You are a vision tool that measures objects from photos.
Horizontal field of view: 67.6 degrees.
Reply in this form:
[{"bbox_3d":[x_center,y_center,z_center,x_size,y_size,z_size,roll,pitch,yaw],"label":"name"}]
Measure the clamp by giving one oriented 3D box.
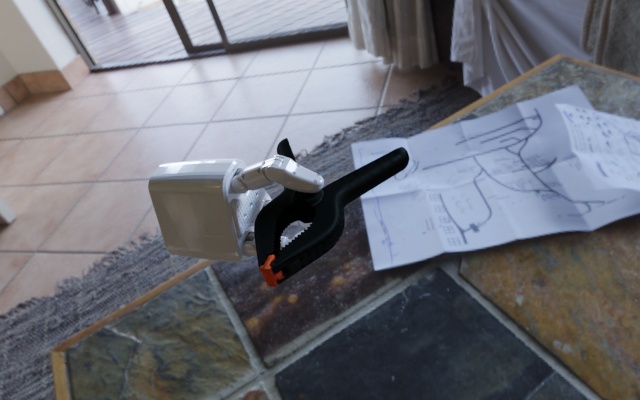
[{"bbox_3d":[0.000,0.001,0.504,0.164,0.036,0.209,2,44,20],"label":"clamp"}]
